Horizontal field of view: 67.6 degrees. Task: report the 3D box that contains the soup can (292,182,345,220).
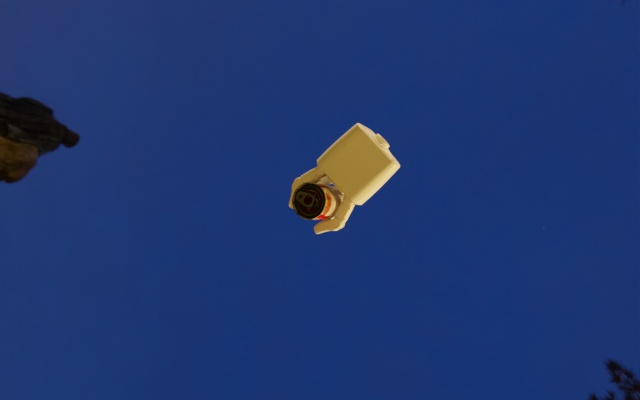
[{"bbox_3d":[0.000,0.003,0.898,0.068,0.068,0.102,0,-3,25],"label":"soup can"}]
